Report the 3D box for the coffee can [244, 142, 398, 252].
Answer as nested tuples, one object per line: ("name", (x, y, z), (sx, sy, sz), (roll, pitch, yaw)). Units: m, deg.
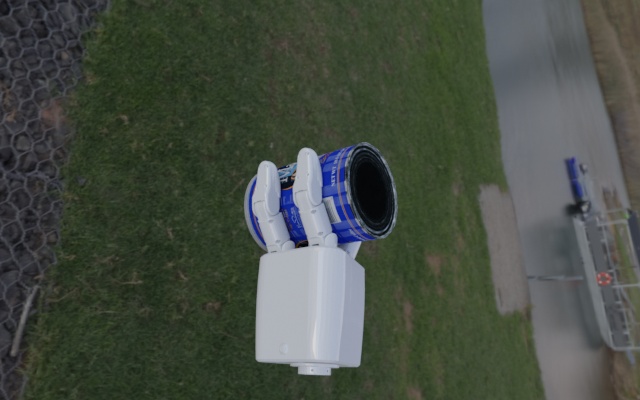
("coffee can", (0.000, 0.002, 0.535), (0.140, 0.103, 0.103), (-13, -7, 35))
